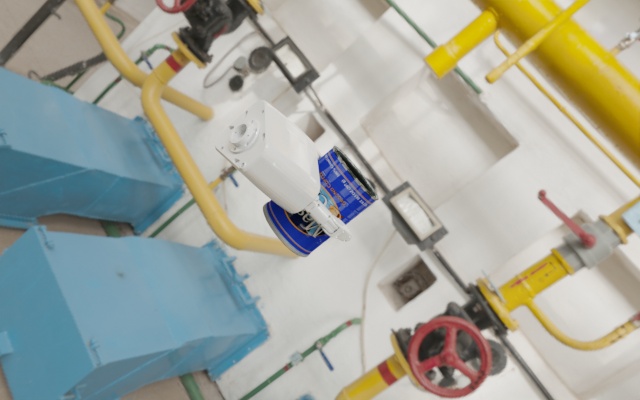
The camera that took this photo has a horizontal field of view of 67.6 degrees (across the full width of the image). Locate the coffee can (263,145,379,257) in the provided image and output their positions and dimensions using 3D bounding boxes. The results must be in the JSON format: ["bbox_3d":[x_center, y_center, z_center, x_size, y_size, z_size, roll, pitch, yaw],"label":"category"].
[{"bbox_3d":[0.000,0.003,0.709,0.140,0.103,0.103,-39,-10,12],"label":"coffee can"}]
